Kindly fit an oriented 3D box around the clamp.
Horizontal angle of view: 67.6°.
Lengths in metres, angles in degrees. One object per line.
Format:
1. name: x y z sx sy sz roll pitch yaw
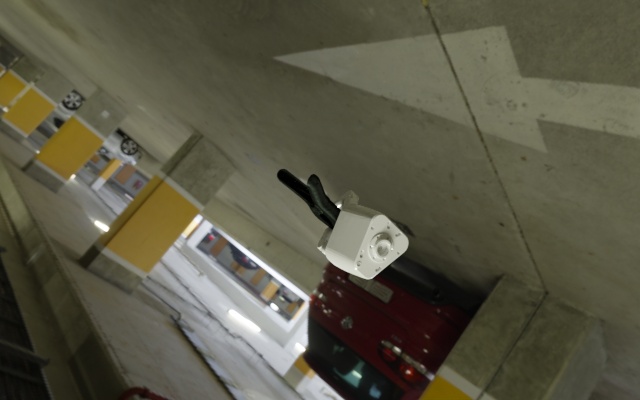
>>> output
1. clamp: 0.000 0.003 0.892 0.171 0.039 0.120 43 -12 -23
